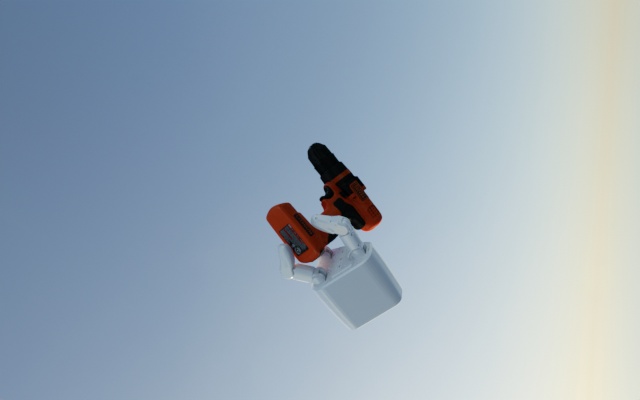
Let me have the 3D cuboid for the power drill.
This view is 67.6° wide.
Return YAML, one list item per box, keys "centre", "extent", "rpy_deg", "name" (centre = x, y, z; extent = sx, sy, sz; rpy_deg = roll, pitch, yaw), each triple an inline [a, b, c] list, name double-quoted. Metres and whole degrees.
- centre: [0.000, 0.003, 0.796]
  extent: [0.187, 0.184, 0.057]
  rpy_deg: [-36, -5, -41]
  name: "power drill"
